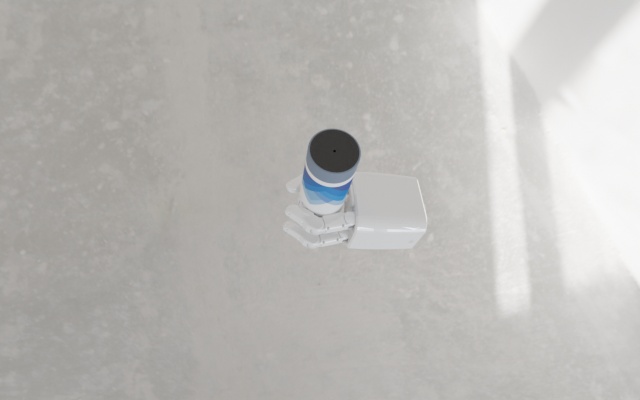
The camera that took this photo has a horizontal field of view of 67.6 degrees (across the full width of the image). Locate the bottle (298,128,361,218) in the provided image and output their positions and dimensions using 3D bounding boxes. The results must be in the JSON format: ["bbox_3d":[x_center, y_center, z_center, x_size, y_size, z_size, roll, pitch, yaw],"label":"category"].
[{"bbox_3d":[0.000,0.002,0.717,0.069,0.069,0.296,0,-26,-7],"label":"bottle"}]
